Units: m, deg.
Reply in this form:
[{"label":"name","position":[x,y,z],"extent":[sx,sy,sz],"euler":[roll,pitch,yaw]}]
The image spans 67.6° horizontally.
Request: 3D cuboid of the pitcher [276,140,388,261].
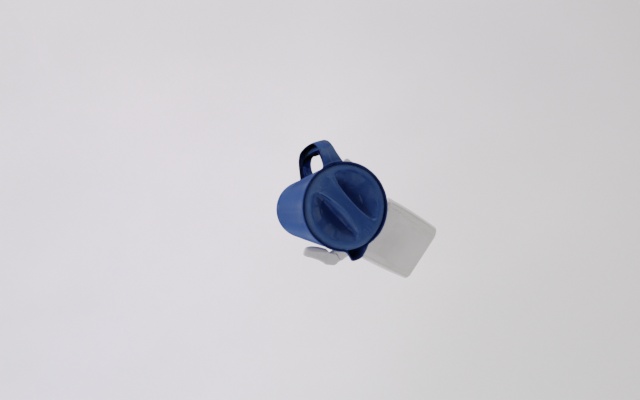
[{"label":"pitcher","position":[0.000,0.003,0.802],"extent":[0.145,0.149,0.243],"euler":[28,-10,-15]}]
